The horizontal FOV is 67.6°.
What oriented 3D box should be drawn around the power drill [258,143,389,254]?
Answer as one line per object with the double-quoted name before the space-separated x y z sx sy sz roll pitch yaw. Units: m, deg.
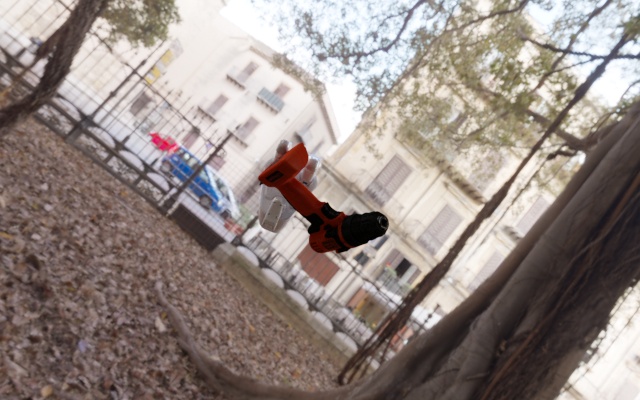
"power drill" 0.000 0.002 0.754 0.184 0.188 0.057 -24 19 52
